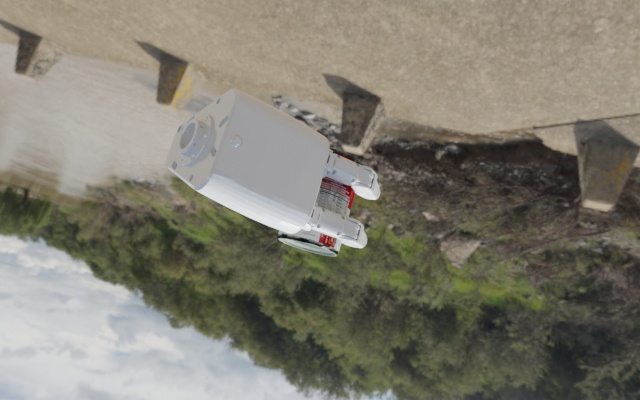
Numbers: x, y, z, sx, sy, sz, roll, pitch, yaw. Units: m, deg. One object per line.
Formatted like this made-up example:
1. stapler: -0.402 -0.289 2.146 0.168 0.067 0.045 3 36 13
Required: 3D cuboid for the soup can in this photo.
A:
1. soup can: 0.000 0.002 0.511 0.068 0.102 0.068 15 -12 3
